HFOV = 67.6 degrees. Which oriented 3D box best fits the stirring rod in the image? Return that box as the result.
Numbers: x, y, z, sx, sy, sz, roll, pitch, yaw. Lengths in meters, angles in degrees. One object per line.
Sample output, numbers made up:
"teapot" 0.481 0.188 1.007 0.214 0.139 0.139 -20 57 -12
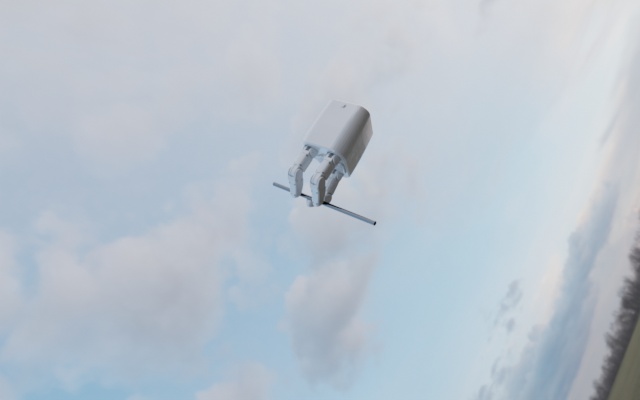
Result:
"stirring rod" 0.000 0.003 0.869 0.239 0.011 0.011 21 13 35
